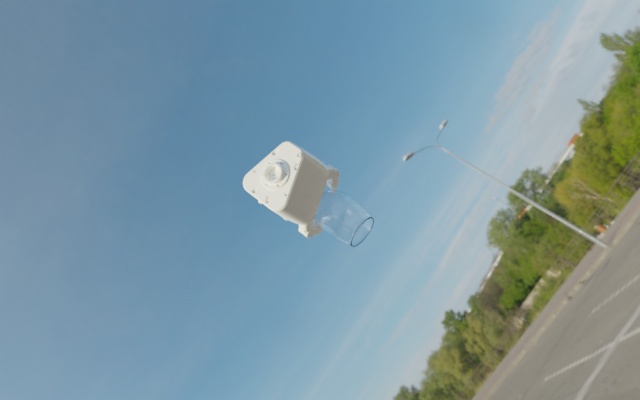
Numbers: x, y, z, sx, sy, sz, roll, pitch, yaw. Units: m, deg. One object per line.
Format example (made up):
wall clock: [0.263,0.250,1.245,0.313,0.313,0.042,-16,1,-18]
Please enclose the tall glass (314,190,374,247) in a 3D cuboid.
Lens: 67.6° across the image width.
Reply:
tall glass: [0.000,0.002,0.868,0.201,0.079,0.079,36,17,25]
